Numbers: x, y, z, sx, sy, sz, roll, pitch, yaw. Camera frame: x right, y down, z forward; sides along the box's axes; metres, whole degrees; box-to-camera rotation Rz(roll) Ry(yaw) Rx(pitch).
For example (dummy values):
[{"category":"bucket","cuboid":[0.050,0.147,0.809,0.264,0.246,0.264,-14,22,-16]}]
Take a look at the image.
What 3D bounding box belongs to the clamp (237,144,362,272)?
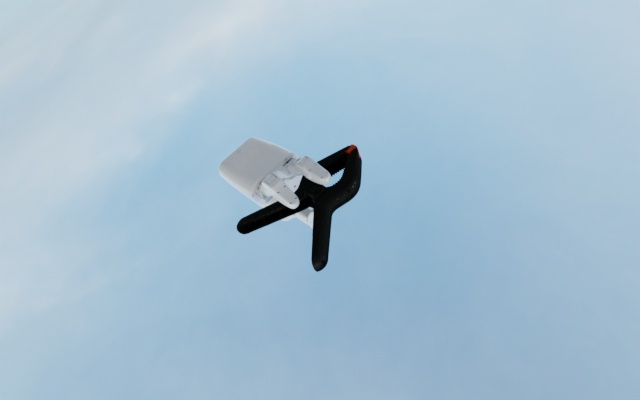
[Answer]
[{"category":"clamp","cuboid":[0.001,0.002,0.681,0.164,0.210,0.036,29,-25,40]}]
